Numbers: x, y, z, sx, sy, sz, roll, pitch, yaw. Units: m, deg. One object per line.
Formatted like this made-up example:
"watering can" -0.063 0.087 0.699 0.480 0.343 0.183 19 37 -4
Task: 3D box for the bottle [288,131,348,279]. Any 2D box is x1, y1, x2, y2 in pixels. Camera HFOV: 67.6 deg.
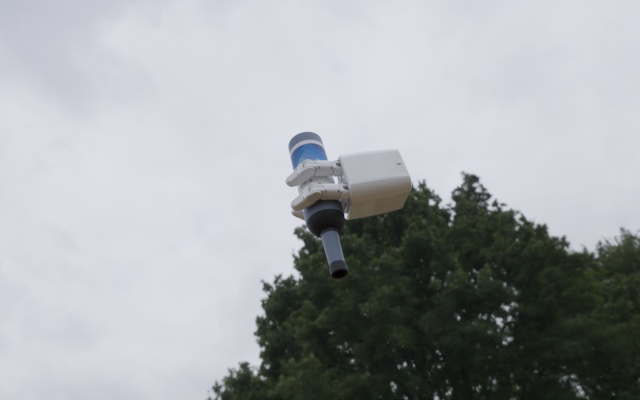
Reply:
"bottle" 0.000 0.003 0.816 0.069 0.295 0.069 -9 -40 -7
